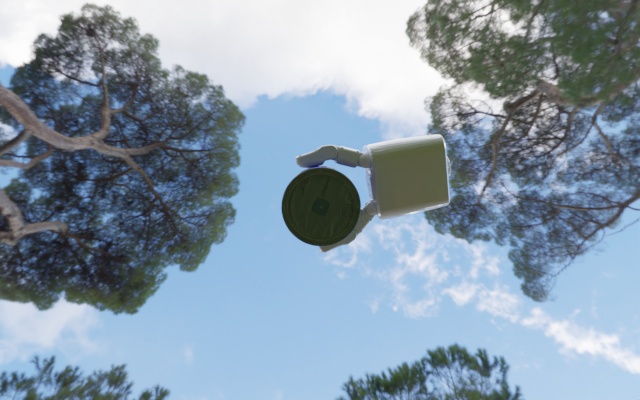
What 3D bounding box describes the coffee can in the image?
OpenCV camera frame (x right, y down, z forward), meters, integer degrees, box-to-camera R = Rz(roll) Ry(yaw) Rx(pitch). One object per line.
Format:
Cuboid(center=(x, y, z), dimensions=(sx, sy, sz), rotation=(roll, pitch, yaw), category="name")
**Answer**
Cuboid(center=(0.000, 0.002, 0.681), dimensions=(0.103, 0.103, 0.140), rotation=(0, 5, -1), category="coffee can")
